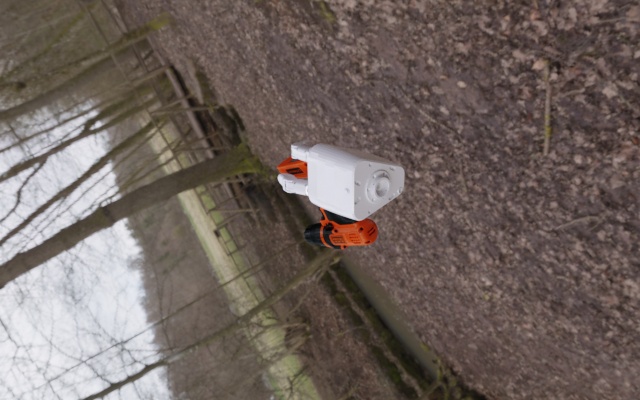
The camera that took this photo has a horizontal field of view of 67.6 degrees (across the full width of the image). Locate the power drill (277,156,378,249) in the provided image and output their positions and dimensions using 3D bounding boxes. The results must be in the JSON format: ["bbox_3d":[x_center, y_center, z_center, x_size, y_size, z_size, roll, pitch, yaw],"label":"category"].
[{"bbox_3d":[0.000,0.002,0.857,0.184,0.188,0.057,-9,27,50],"label":"power drill"}]
